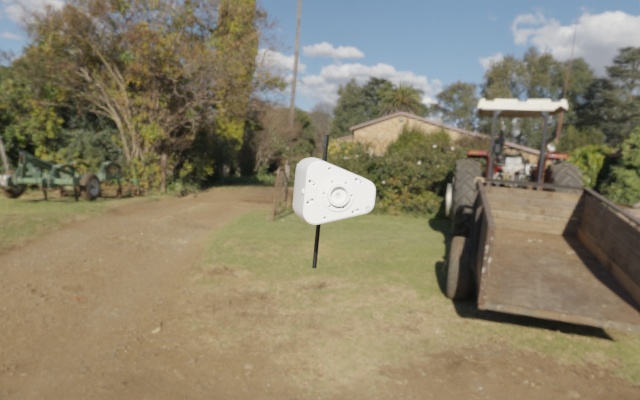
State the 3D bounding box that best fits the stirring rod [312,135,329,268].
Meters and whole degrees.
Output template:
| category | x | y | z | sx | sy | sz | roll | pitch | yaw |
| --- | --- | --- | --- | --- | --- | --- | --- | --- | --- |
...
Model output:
| category | x | y | z | sx | sy | sz | roll | pitch | yaw |
| --- | --- | --- | --- | --- | --- | --- | --- | --- | --- |
| stirring rod | 0.000 | 0.003 | 0.858 | 0.011 | 0.239 | 0.011 | 5 | 4 | 0 |
